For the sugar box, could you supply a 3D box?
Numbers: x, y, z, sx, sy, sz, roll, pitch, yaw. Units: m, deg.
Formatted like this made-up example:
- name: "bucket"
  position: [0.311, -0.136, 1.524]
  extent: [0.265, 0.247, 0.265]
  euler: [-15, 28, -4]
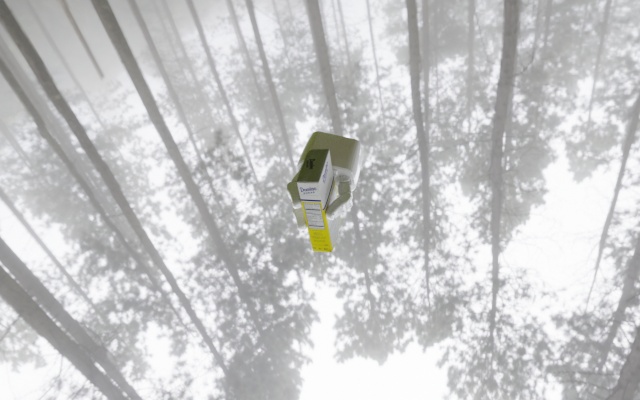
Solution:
- name: "sugar box"
  position: [0.000, 0.003, 0.871]
  extent: [0.048, 0.176, 0.093]
  euler: [0, 42, 16]
